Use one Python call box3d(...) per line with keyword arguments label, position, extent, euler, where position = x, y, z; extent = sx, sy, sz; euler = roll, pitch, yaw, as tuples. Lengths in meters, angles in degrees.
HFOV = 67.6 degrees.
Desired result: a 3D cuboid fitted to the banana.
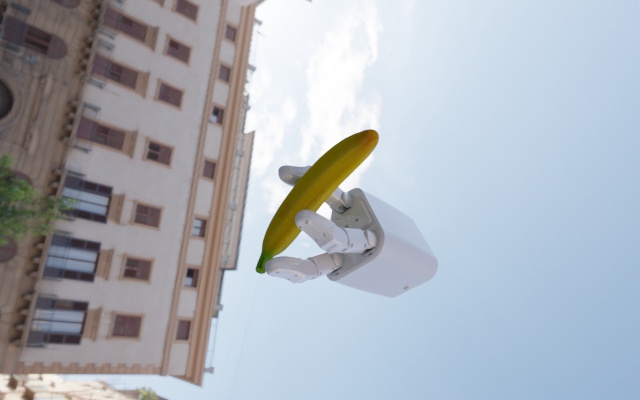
box3d(label="banana", position=(-0.006, -0.005, 0.520), extent=(0.037, 0.198, 0.069), euler=(30, 18, -26))
